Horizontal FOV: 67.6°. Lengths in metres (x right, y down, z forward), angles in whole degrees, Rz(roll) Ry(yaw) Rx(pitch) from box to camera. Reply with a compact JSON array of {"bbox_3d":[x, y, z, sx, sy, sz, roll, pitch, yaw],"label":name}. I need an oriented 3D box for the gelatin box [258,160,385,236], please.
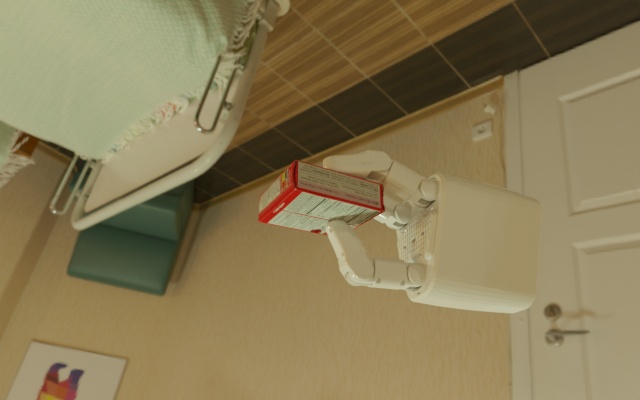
[{"bbox_3d":[0.000,0.002,0.419,0.089,0.030,0.073,13,-29,-27],"label":"gelatin box"}]
